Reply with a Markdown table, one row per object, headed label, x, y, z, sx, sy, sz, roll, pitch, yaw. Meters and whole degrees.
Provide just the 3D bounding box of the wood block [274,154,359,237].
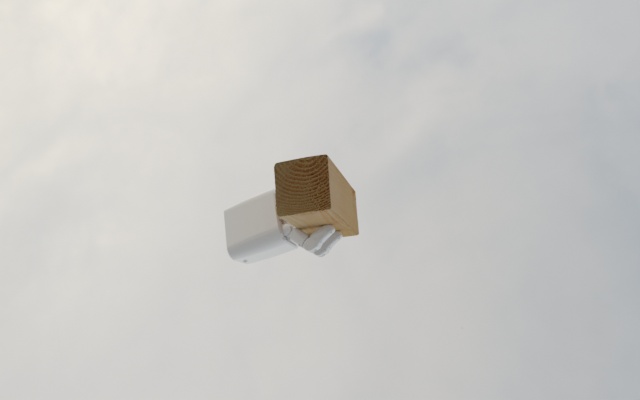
| label | x | y | z | sx | sy | sz | roll | pitch | yaw |
| --- | --- | --- | --- | --- | --- | --- | --- | --- | --- |
| wood block | 0.000 | 0.002 | 0.823 | 0.090 | 0.090 | 0.206 | -9 | -17 | 14 |
